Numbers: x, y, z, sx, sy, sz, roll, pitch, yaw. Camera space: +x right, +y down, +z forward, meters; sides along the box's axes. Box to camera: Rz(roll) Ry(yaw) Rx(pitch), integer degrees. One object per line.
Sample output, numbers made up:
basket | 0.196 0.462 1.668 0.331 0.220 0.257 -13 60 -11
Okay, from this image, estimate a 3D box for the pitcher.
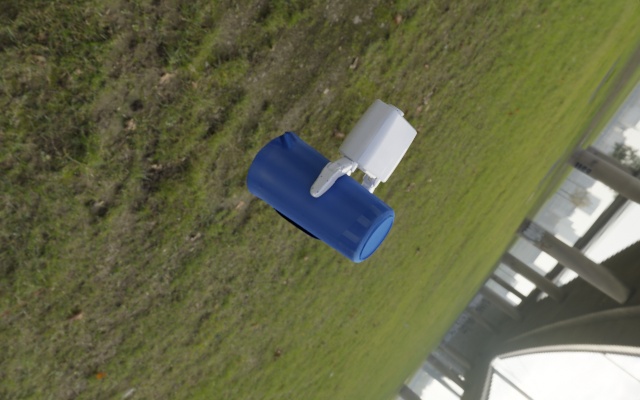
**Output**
pitcher | 0.000 0.003 0.826 0.242 0.145 0.149 36 5 21
